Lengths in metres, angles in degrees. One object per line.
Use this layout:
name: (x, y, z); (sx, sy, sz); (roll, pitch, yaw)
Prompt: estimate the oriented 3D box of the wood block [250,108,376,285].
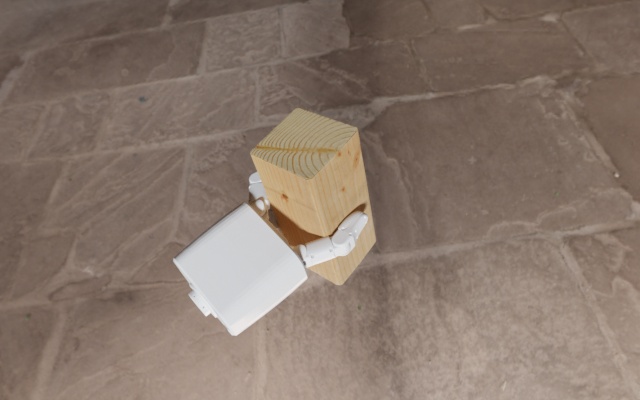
wood block: (0.000, 0.002, 0.596); (0.091, 0.090, 0.206); (25, -31, 31)
